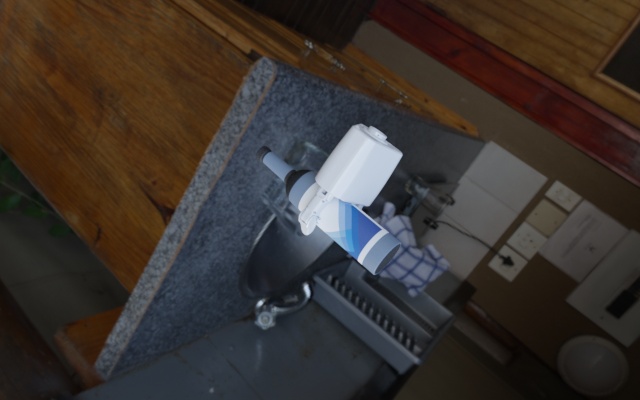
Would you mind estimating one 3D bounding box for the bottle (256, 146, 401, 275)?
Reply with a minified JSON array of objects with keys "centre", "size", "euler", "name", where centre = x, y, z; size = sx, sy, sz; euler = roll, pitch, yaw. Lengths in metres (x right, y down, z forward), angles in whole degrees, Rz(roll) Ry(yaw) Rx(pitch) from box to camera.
[{"centre":[0.000,0.003,0.800],"size":[0.295,0.069,0.069],"euler":[40,16,20],"name":"bottle"}]
